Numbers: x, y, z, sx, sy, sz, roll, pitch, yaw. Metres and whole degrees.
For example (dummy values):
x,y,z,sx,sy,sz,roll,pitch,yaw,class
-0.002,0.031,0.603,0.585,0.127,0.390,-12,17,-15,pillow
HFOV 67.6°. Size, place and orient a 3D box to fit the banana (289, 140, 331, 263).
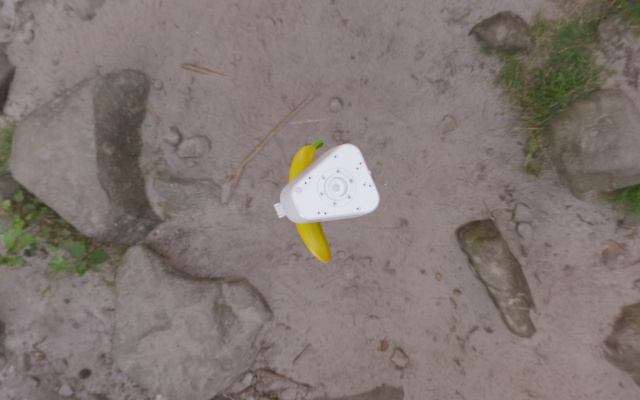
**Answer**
x,y,z,sx,sy,sz,roll,pitch,yaw,class
-0.016,-0.001,0.742,0.069,0.198,0.037,1,-7,-29,banana
